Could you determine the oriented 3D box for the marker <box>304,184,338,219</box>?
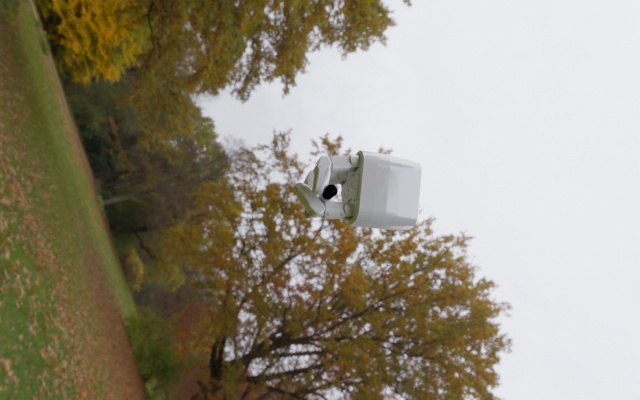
[{"bbox_3d":[0.000,0.002,0.746,0.020,0.020,0.121,0,-19,-19],"label":"marker"}]
